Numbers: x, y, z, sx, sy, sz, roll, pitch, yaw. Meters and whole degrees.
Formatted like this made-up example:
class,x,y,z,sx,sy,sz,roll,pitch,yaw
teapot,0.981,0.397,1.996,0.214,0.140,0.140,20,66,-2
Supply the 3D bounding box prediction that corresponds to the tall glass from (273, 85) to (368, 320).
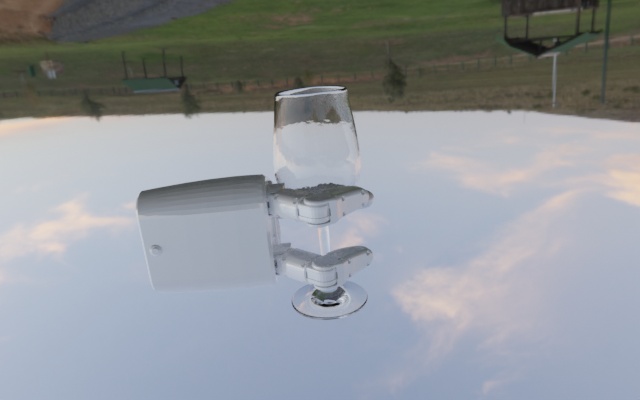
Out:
class,x,y,z,sx,sy,sz,roll,pitch,yaw
tall glass,0.000,0.002,0.433,0.079,0.201,0.079,-4,18,1
